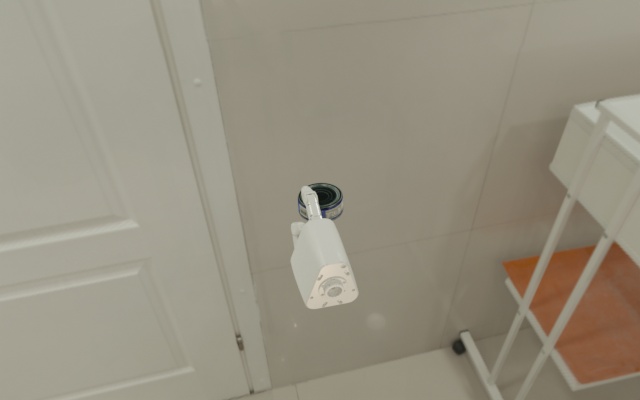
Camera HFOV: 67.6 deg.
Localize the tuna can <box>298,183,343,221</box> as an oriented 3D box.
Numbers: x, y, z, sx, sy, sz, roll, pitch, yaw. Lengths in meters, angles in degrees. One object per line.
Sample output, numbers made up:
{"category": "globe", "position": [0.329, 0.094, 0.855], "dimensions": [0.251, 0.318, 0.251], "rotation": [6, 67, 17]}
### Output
{"category": "tuna can", "position": [0.000, 0.002, 0.897], "dimensions": [0.086, 0.034, 0.086], "rotation": [-2, 36, 2]}
